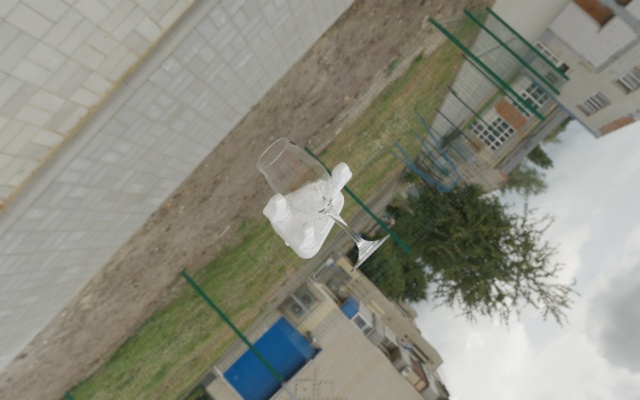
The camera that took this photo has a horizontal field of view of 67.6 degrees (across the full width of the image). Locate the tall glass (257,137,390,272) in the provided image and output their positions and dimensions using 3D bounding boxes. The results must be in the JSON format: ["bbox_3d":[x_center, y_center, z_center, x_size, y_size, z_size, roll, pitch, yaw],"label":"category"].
[{"bbox_3d":[0.001,0.003,0.668,0.079,0.201,0.079,-43,-8,-8],"label":"tall glass"}]
